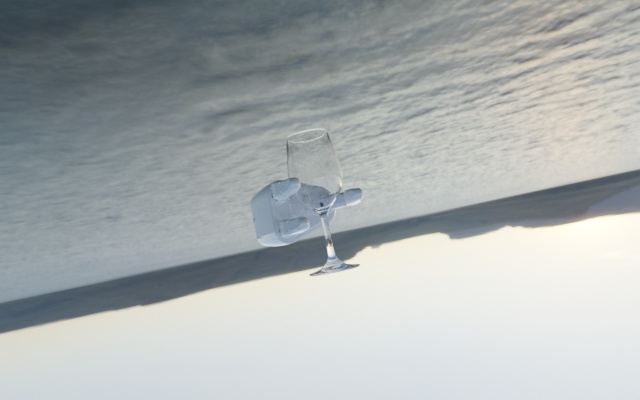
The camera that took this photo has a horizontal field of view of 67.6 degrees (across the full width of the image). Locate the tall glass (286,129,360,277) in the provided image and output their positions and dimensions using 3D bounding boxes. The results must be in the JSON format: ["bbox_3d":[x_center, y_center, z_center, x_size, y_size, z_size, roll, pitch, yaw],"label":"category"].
[{"bbox_3d":[0.000,0.003,0.684,0.079,0.201,0.079,-11,-4,-1],"label":"tall glass"}]
